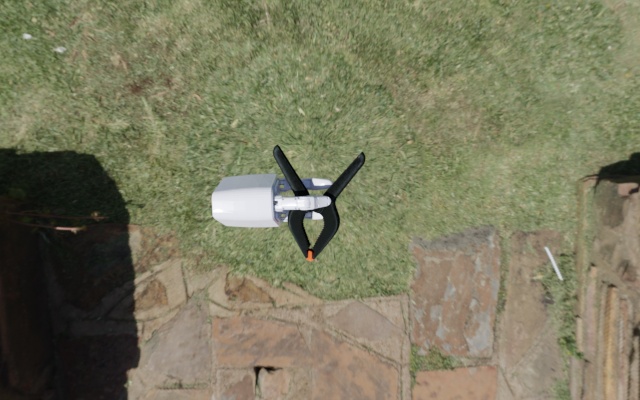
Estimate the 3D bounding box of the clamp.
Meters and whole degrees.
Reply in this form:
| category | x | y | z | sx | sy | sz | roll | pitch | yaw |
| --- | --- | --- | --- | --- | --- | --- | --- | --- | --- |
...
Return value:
| category | x | y | z | sx | sy | sz | roll | pitch | yaw |
| --- | --- | --- | --- | --- | --- | --- | --- | --- | --- |
| clamp | 0.000 | 0.003 | 0.854 | 0.164 | 0.210 | 0.036 | -1 | 6 | 7 |
